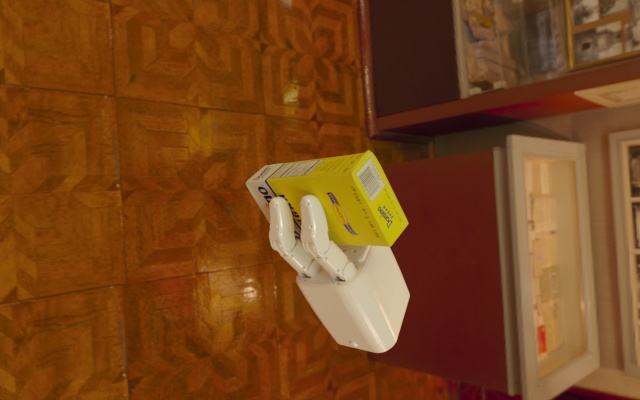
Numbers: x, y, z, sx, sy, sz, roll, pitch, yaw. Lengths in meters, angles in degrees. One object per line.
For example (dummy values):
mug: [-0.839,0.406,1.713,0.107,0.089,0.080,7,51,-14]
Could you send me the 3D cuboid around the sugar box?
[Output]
sugar box: [0.000,0.002,0.527,0.176,0.093,0.048,-5,32,46]
